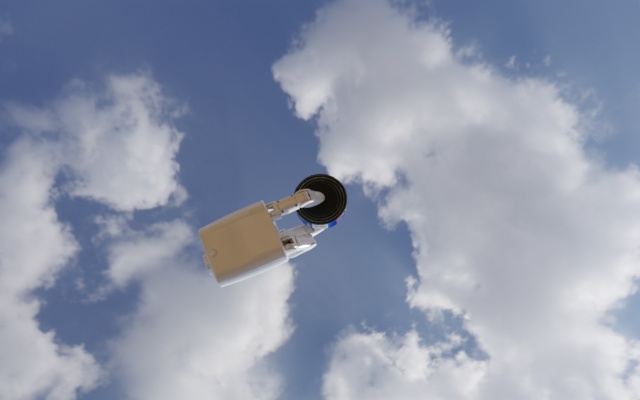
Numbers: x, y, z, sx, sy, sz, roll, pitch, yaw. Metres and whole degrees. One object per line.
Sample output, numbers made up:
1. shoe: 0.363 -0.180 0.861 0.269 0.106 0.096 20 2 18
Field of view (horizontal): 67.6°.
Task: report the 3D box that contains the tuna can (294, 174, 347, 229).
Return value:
1. tuna can: 0.000 0.003 0.770 0.086 0.086 0.034 0 -19 2
